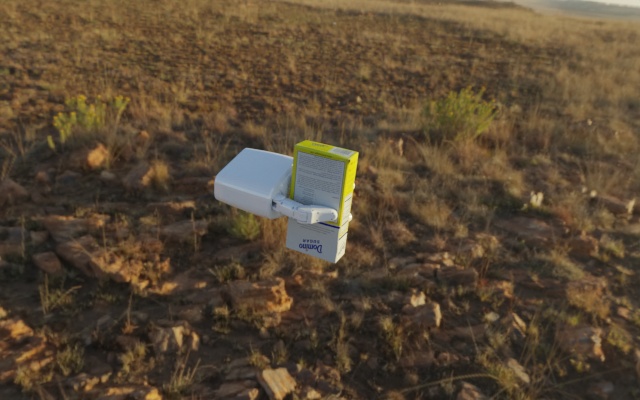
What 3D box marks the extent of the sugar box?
[{"bbox_3d":[0.000,0.002,0.750,0.093,0.176,0.048,16,27,21],"label":"sugar box"}]
